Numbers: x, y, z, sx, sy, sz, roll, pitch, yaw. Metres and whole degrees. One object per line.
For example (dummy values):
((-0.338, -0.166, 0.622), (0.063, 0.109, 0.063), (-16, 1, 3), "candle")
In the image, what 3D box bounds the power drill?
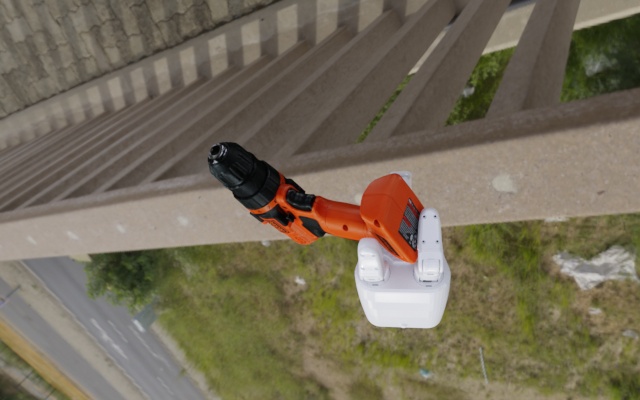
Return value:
((0.001, 0.002, 0.477), (0.187, 0.057, 0.184), (9, -20, 36), "power drill")
